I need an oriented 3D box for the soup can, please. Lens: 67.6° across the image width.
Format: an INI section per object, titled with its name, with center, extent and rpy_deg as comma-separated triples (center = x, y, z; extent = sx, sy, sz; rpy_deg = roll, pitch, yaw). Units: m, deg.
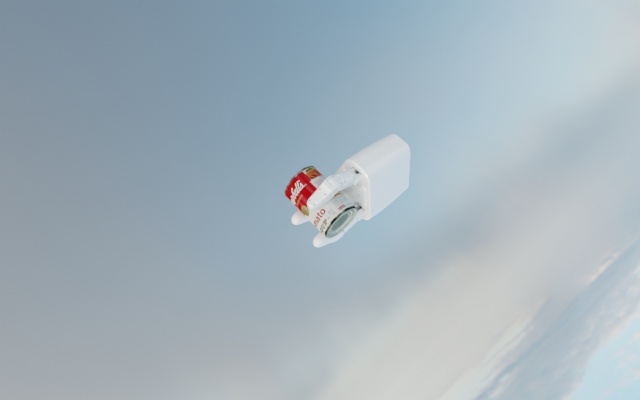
[soup can]
center = 0.000, 0.003, 0.762
extent = 0.102, 0.068, 0.068
rpy_deg = 45, 20, 21
